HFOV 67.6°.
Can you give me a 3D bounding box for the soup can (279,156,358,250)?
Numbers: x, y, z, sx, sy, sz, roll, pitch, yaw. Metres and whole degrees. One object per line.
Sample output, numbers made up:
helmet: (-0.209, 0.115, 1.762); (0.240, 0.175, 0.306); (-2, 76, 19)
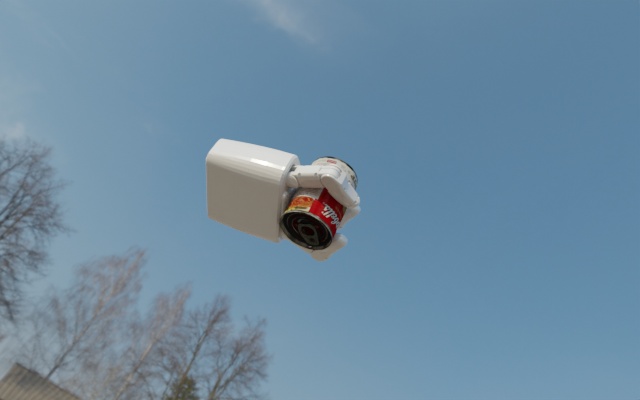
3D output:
soup can: (0.001, 0.002, 0.598); (0.068, 0.068, 0.102); (0, 44, 30)
